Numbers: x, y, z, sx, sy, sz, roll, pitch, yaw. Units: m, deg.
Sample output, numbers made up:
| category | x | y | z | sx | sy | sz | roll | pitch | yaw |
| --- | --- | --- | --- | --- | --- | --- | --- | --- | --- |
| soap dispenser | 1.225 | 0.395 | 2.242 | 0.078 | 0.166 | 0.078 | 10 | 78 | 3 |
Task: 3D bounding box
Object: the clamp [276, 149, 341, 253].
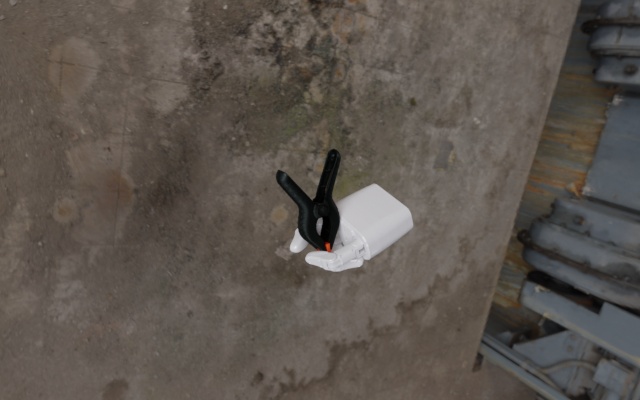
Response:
| category | x | y | z | sx | sy | sz | roll | pitch | yaw |
| --- | --- | --- | --- | --- | --- | --- | --- | --- | --- |
| clamp | 0.000 | 0.003 | 0.775 | 0.120 | 0.172 | 0.039 | -30 | 32 | -22 |
